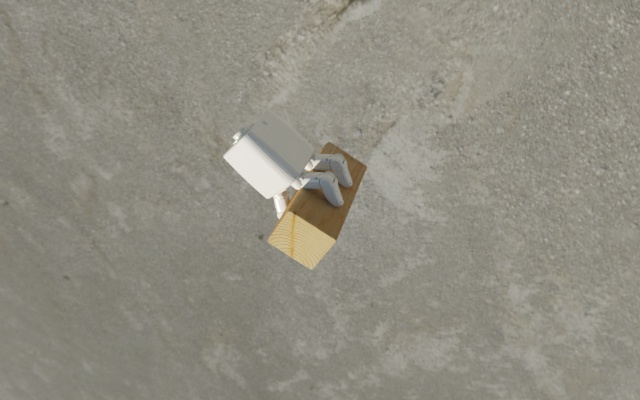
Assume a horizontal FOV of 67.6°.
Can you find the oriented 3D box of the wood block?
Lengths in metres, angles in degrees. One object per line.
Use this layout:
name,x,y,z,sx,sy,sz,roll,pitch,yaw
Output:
wood block,0.000,0.003,0.823,0.090,0.206,0.091,33,-48,-5
